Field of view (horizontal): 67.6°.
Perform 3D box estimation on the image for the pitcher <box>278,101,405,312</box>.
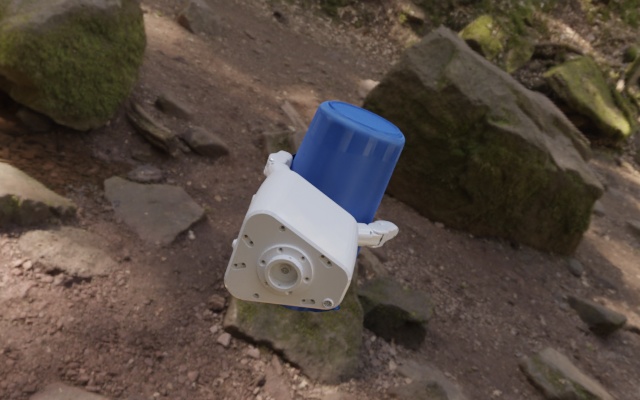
[{"bbox_3d":[0.000,0.002,0.597,0.149,0.243,0.145,24,22,0],"label":"pitcher"}]
